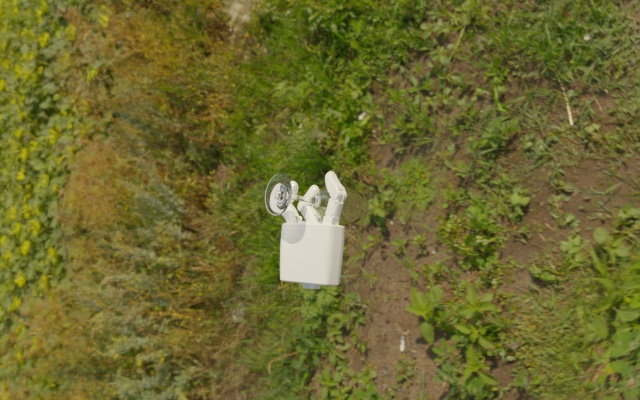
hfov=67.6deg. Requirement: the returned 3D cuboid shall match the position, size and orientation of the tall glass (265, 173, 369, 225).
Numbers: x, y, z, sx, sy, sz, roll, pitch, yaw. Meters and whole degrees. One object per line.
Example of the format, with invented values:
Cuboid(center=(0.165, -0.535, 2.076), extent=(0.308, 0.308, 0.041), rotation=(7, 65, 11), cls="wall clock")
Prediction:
Cuboid(center=(0.000, 0.003, 0.883), extent=(0.201, 0.079, 0.079), rotation=(9, -6, -41), cls="tall glass")
